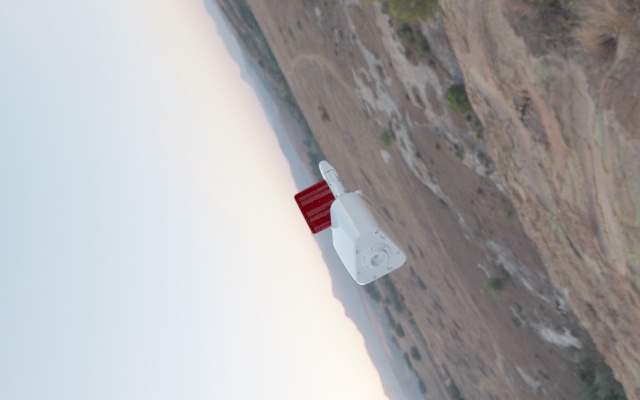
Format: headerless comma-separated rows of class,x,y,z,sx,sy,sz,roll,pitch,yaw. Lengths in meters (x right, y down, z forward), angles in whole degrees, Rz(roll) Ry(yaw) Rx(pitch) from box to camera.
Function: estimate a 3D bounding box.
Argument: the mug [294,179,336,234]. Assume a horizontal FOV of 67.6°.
mug,-0.001,0.002,0.879,0.081,0.093,0.117,-27,35,-3
